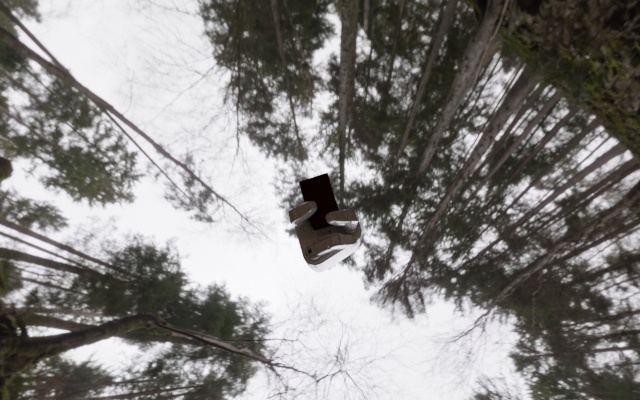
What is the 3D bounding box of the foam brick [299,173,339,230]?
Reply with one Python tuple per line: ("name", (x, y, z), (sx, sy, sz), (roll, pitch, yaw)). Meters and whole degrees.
("foam brick", (0.000, 0.002, 0.809), (0.053, 0.078, 0.051), (-16, -18, 1))
